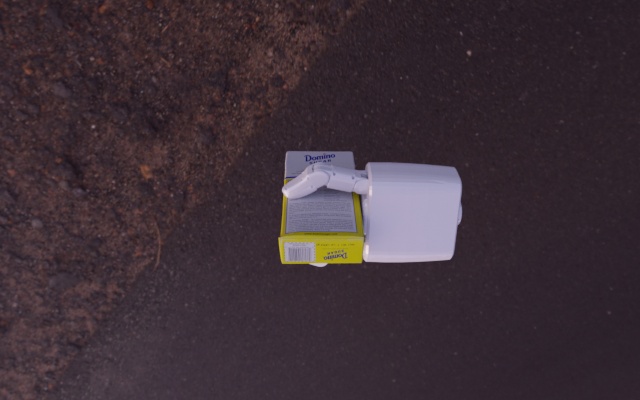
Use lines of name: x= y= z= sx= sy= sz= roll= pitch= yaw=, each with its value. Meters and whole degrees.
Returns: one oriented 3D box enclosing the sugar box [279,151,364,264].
sugar box: x=0.000 y=0.002 z=0.588 sx=0.093 sy=0.048 sz=0.176 roll=0 pitch=35 yaw=-1
